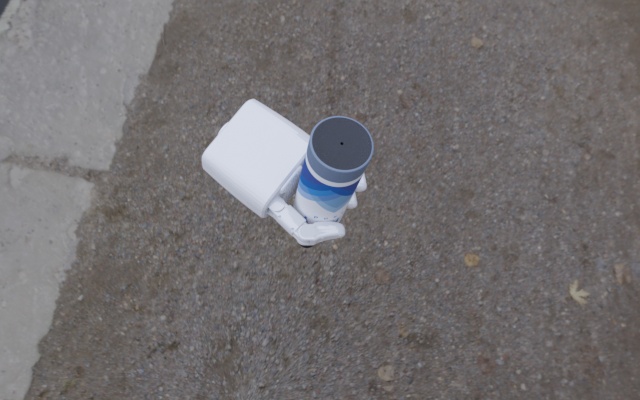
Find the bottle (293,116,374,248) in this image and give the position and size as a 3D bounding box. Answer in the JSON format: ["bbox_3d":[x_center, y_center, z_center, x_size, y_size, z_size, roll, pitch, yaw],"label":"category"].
[{"bbox_3d":[0.000,0.002,0.614,0.069,0.069,0.296,0,-24,-9],"label":"bottle"}]
